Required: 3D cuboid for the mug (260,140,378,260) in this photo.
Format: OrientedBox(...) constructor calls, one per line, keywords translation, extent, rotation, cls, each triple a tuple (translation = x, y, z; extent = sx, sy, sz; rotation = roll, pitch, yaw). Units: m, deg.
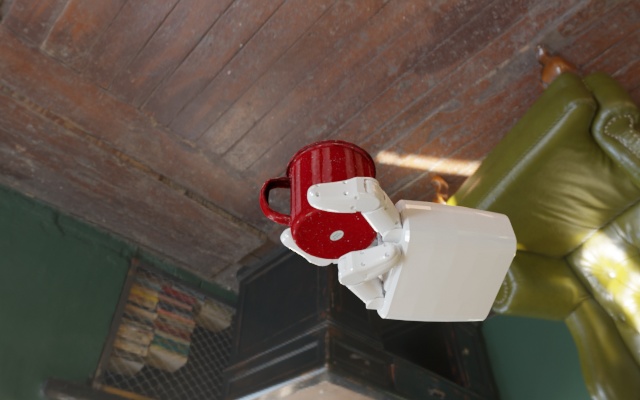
OrientedBox(translation=(-0.001, 0.001, 0.461), extent=(0.117, 0.081, 0.093), rotation=(5, -44, -8), cls="mug")
